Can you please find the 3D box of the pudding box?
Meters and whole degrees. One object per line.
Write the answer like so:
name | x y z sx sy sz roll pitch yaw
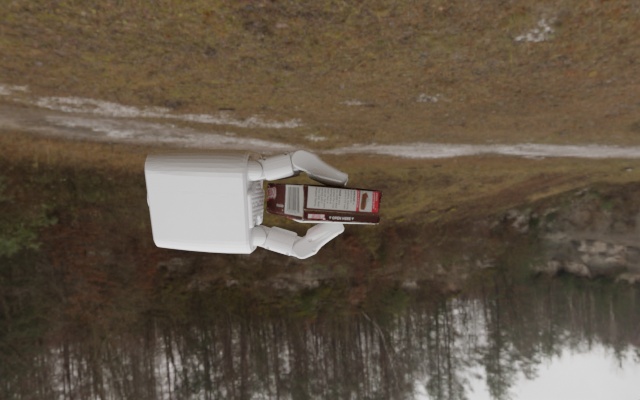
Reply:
pudding box | 0.000 0.002 0.519 0.090 0.039 0.113 3 3 -24
